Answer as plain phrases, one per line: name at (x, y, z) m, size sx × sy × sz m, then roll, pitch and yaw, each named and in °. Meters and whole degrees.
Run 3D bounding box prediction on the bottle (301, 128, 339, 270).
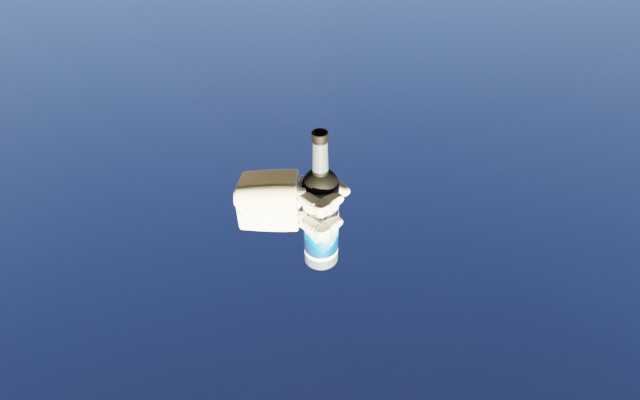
bottle at (0.000, 0.003, 0.858) m, size 0.069 × 0.296 × 0.069 m, roll 0°, pitch 41°, yaw 0°
